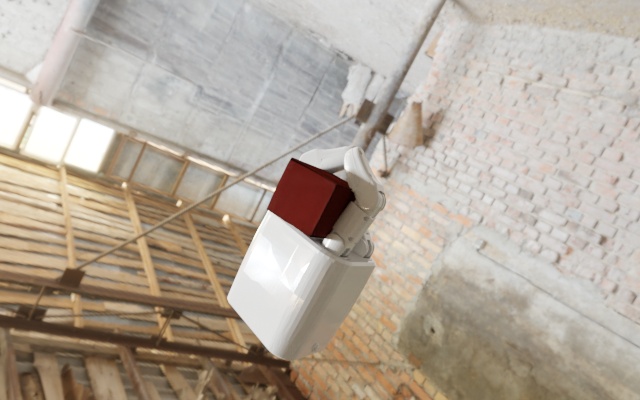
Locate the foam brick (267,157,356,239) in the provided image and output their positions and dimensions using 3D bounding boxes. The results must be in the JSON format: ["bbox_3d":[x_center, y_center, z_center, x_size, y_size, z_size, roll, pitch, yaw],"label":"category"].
[{"bbox_3d":[0.000,0.001,0.431,0.053,0.051,0.078,32,8,27],"label":"foam brick"}]
